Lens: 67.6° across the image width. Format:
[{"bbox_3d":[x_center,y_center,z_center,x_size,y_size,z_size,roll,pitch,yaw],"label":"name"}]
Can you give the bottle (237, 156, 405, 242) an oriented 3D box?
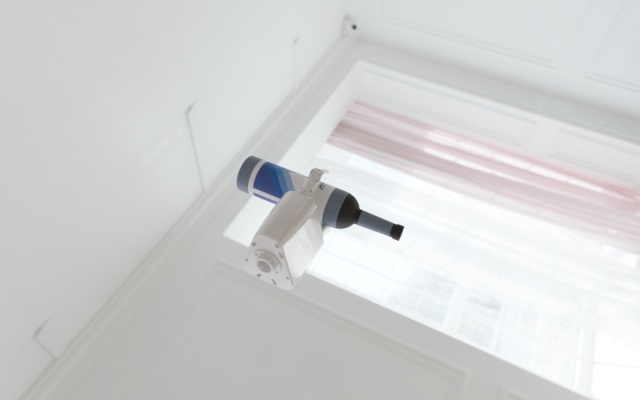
[{"bbox_3d":[0.000,0.003,0.814,0.295,0.069,0.069,21,6,15],"label":"bottle"}]
